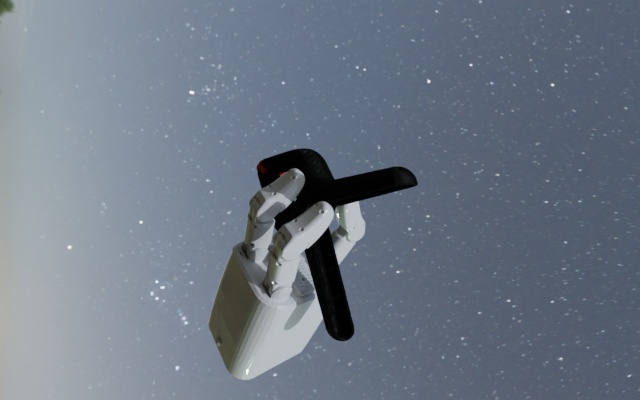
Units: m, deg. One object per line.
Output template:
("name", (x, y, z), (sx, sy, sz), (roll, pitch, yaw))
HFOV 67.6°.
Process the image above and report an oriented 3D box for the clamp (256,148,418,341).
("clamp", (0.000, 0.001, 0.455), (0.036, 0.165, 0.210), (4, 32, -38))
